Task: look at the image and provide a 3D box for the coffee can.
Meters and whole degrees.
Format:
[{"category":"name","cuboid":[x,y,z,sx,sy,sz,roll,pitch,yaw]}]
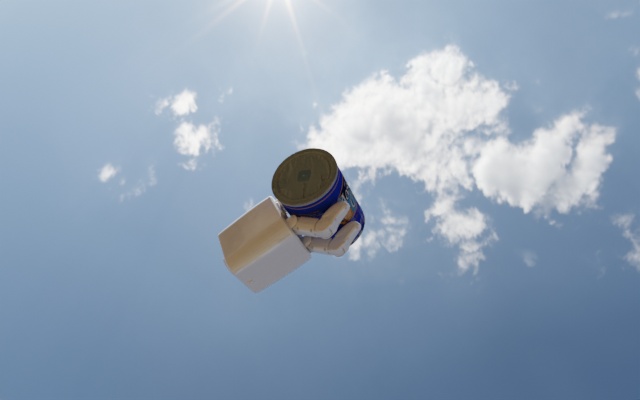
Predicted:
[{"category":"coffee can","cuboid":[0.000,0.002,0.738,0.103,0.102,0.140,0,-34,26]}]
